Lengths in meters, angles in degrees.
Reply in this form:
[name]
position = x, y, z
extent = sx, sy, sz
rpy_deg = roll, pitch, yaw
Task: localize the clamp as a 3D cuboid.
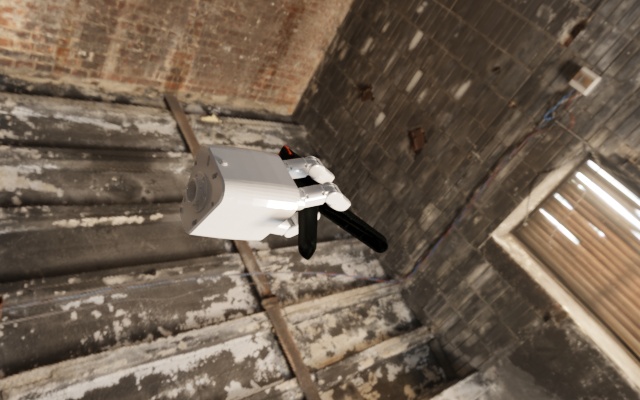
[clamp]
position = -0.001, 0.002, 0.678
extent = 0.164, 0.036, 0.210
rpy_deg = 9, 38, -42
